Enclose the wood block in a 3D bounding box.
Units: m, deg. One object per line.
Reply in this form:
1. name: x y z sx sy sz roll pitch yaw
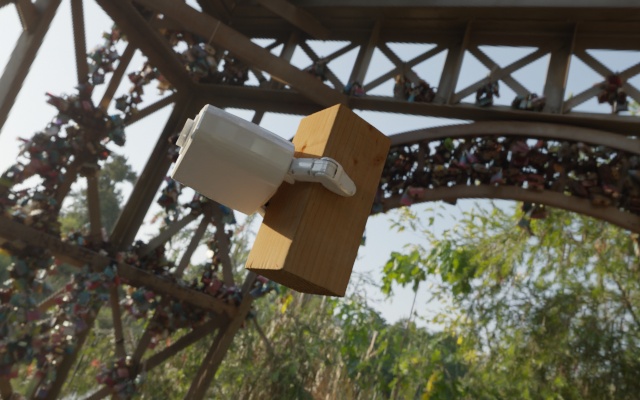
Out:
1. wood block: 0.000 0.002 0.574 0.090 0.206 0.091 30 -22 -31
